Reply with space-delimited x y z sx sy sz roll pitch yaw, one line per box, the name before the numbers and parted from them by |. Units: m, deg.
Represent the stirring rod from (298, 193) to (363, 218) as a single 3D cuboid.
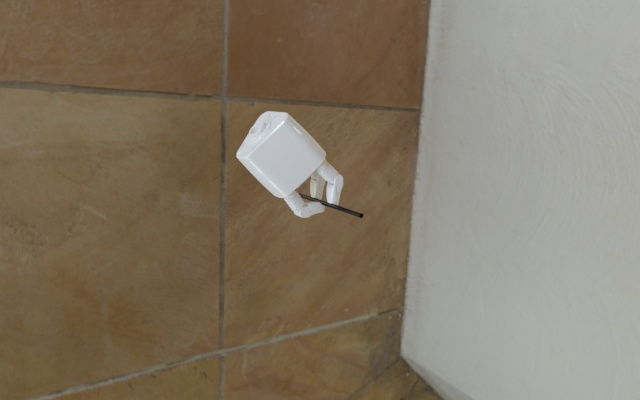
stirring rod | 0.000 0.003 0.888 0.011 0.011 0.239 0 11 -35
